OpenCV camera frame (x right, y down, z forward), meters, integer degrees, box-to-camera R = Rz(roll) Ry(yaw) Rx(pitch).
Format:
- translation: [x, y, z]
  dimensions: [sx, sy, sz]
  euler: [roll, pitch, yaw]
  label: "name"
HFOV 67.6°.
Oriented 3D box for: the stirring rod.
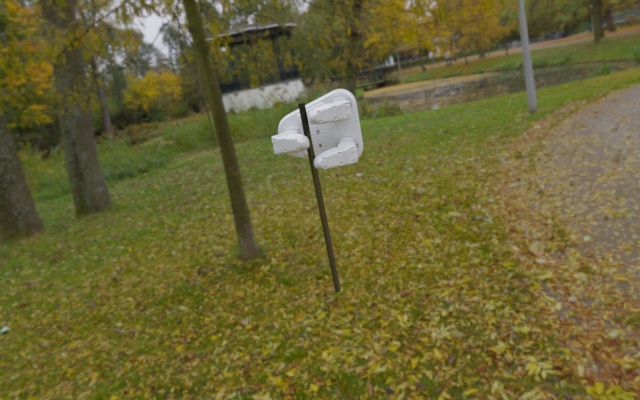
- translation: [0.000, 0.002, 0.584]
  dimensions: [0.011, 0.239, 0.011]
  euler: [-10, 14, 3]
  label: "stirring rod"
